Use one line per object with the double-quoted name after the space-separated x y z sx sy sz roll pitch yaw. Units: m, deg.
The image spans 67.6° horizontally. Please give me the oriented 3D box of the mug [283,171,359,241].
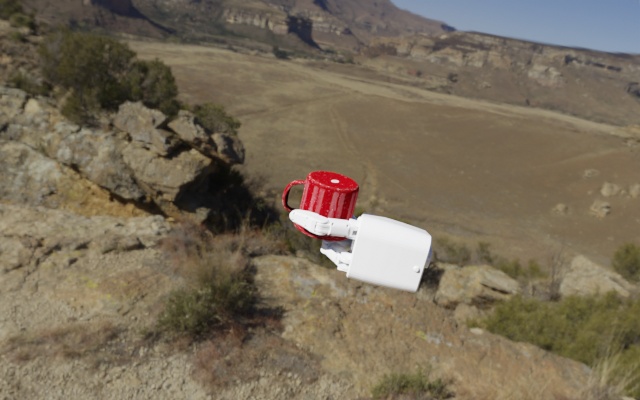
-0.001 0.002 0.732 0.117 0.081 0.093 14 20 3 "mug"
